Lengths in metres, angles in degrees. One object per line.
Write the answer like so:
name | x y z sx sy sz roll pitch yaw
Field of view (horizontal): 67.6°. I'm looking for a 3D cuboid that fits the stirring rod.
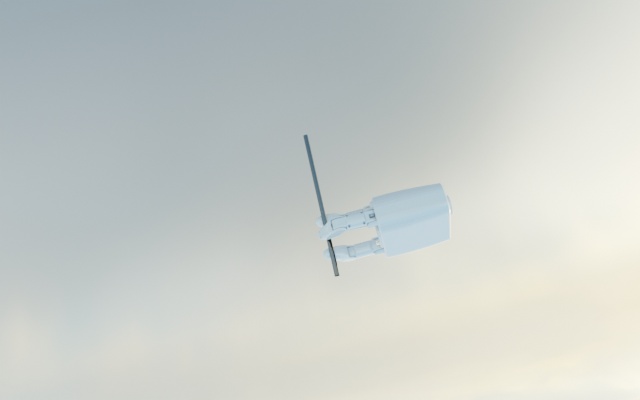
stirring rod | 0.000 0.002 0.755 0.011 0.239 0.011 -11 -20 -4
